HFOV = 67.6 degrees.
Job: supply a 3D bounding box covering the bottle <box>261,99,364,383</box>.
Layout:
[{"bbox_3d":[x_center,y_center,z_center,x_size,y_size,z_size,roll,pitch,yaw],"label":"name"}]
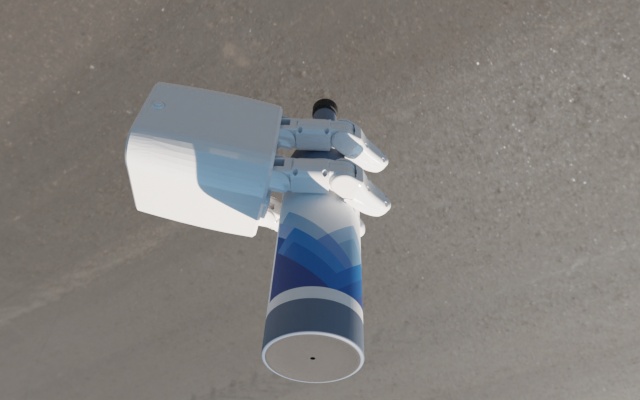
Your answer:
[{"bbox_3d":[0.000,0.002,0.413,0.069,0.069,0.295,0,43,3],"label":"bottle"}]
